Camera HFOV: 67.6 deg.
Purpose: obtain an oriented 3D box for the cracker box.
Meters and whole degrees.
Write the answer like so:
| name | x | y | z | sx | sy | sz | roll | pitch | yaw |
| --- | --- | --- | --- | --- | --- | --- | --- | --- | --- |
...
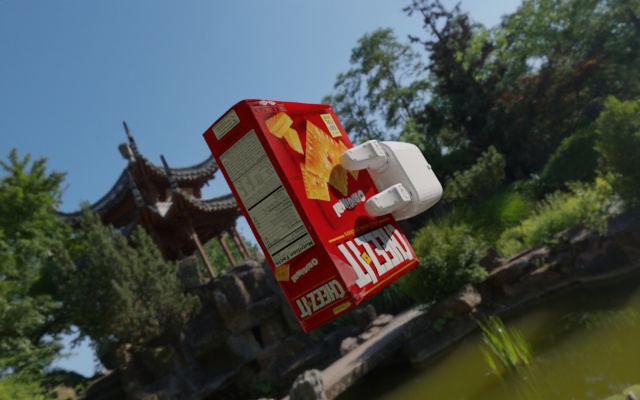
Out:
| name | x | y | z | sx | sy | sz | roll | pitch | yaw |
| --- | --- | --- | --- | --- | --- | --- | --- | --- | --- |
| cracker box | 0.000 | 0.002 | 0.491 | 0.072 | 0.213 | 0.164 | -35 | -11 | 30 |
